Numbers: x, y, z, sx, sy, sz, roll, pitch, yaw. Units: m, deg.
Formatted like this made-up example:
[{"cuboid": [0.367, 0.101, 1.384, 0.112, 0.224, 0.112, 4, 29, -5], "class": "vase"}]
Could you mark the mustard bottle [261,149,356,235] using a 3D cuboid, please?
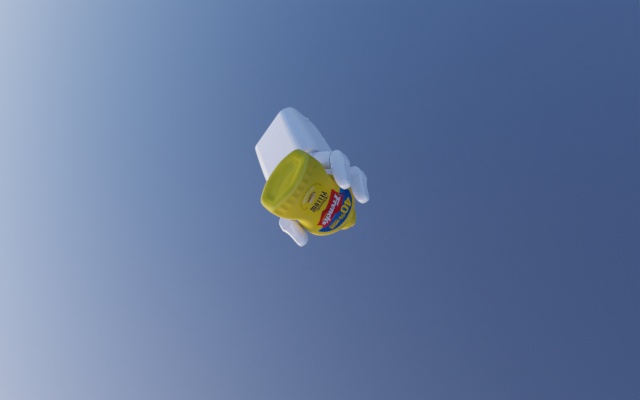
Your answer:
[{"cuboid": [0.000, 0.002, 0.724, 0.058, 0.096, 0.192, 34, 1, 39], "class": "mustard bottle"}]
